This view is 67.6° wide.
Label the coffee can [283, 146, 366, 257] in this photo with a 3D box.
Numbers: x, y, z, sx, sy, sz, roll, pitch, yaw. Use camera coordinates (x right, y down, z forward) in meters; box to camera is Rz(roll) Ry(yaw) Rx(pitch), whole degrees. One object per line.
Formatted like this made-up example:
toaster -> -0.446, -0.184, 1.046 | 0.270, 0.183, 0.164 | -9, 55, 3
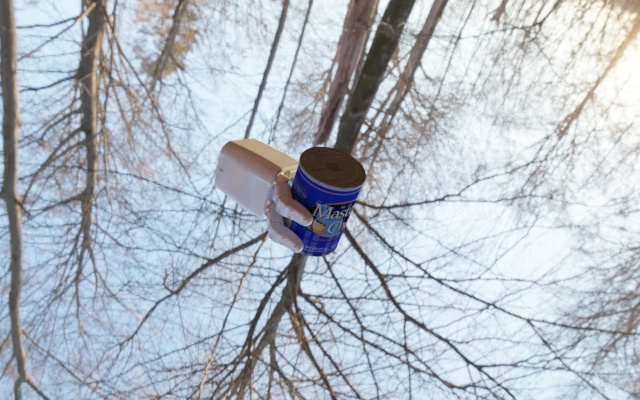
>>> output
coffee can -> 0.000, 0.002, 0.741 | 0.103, 0.140, 0.102 | 13, 36, -10
